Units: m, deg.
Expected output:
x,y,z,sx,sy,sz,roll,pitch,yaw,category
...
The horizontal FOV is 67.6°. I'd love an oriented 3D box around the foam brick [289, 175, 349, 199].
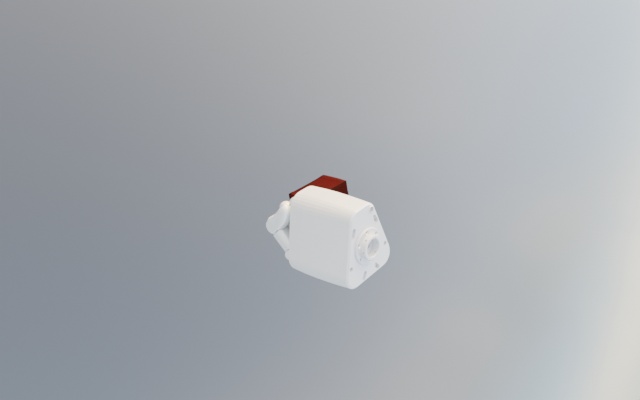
x,y,z,sx,sy,sz,roll,pitch,yaw,category
0.000,0.002,0.723,0.051,0.053,0.078,14,35,42,foam brick
